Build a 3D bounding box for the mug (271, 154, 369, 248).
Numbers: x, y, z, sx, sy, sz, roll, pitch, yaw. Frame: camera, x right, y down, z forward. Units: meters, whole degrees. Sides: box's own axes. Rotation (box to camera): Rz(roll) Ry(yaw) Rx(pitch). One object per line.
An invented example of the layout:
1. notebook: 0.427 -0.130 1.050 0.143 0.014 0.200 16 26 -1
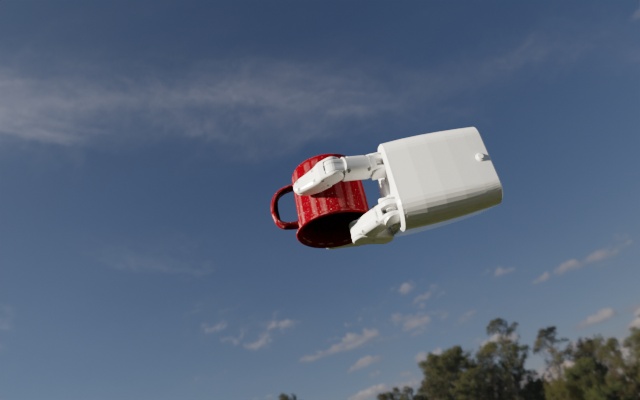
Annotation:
1. mug: -0.001 0.002 0.559 0.117 0.081 0.093 -11 -29 -2
